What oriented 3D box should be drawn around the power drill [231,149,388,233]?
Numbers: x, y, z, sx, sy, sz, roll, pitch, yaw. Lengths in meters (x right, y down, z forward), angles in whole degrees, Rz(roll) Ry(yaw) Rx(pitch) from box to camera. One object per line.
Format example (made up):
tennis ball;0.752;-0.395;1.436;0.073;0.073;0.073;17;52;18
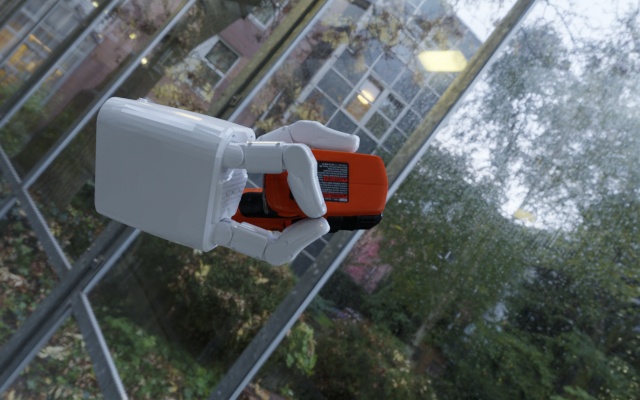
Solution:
power drill;0.000;0.001;0.486;0.184;0.057;0.188;1;-11;-14
